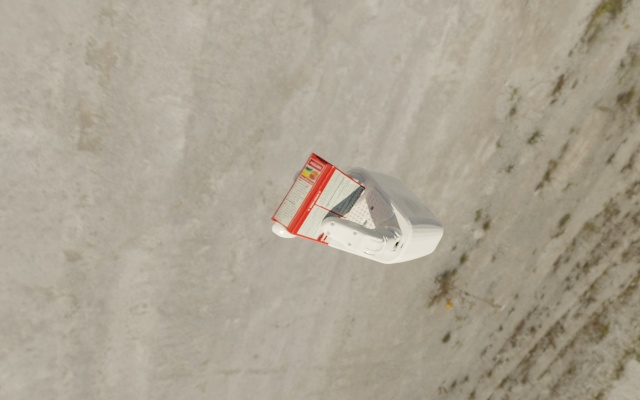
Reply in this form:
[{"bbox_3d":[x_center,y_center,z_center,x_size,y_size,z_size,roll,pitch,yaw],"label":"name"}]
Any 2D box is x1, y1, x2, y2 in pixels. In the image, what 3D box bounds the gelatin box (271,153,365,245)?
[{"bbox_3d":[0.000,0.002,0.467,0.030,0.073,0.089,34,4,26],"label":"gelatin box"}]
